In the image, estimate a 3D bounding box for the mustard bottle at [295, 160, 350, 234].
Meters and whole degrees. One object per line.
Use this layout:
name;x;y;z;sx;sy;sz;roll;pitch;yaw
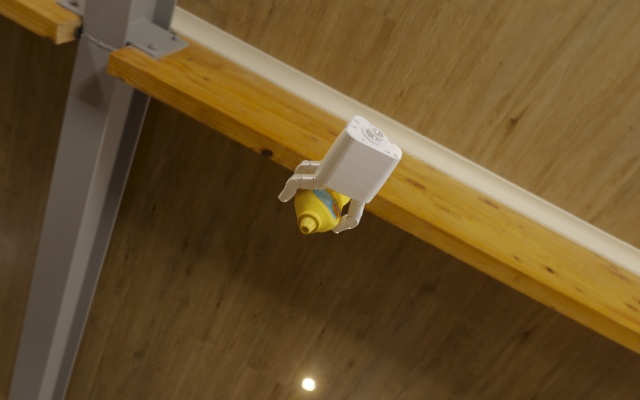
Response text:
mustard bottle;0.000;0.003;0.880;0.058;0.096;0.191;-29;17;29
